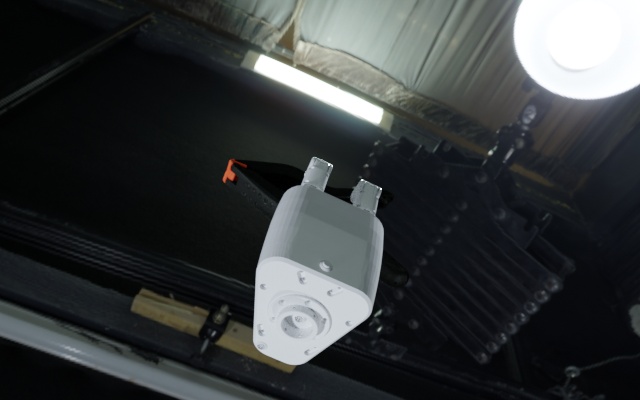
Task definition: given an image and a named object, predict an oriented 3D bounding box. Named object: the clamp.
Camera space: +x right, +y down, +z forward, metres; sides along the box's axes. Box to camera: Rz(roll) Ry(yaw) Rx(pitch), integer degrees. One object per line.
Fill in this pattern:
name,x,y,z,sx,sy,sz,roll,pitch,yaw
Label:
clamp,-0.001,0.002,0.523,0.210,0.036,0.164,25,28,-5
